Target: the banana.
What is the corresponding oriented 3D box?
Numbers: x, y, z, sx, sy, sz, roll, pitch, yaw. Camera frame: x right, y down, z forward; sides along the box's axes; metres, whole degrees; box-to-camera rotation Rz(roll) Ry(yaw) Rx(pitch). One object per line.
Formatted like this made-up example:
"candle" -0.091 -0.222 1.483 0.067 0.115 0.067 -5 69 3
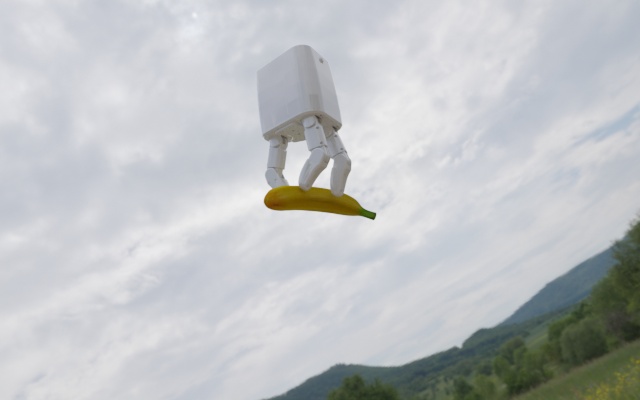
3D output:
"banana" -0.009 0.000 0.668 0.198 0.037 0.069 6 4 -40
